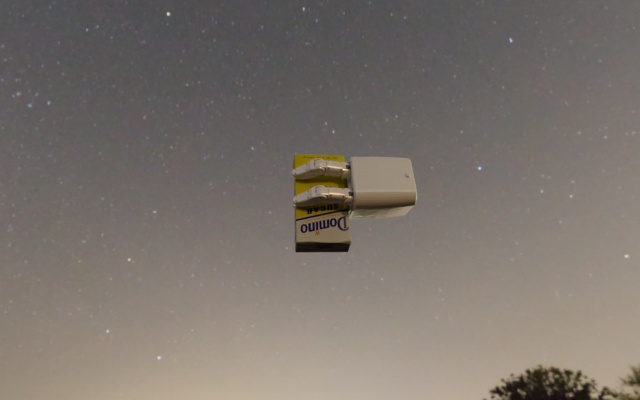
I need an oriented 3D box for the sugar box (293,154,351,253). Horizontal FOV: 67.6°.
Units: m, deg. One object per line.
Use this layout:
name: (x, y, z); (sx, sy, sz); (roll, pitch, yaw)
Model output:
sugar box: (0.000, 0.002, 0.830); (0.093, 0.176, 0.048); (0, -33, -6)
